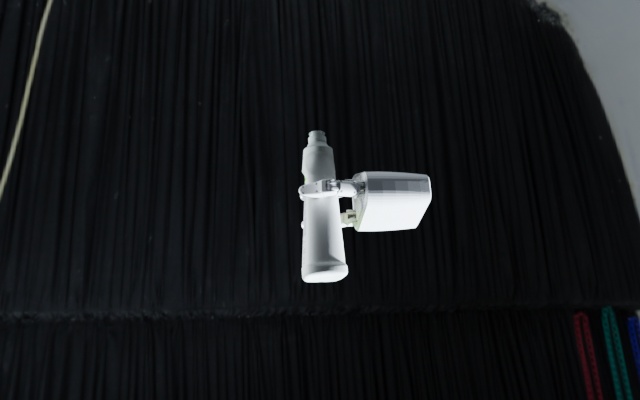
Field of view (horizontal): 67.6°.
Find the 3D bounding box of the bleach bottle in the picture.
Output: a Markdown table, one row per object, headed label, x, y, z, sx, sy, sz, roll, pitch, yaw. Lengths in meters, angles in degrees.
| label | x | y | z | sx | sy | sz | roll | pitch | yaw |
| --- | --- | --- | --- | --- | --- | --- | --- | --- | --- |
| bleach bottle | 0.000 | 0.003 | 0.782 | 0.068 | 0.250 | 0.102 | 0 | -16 | -8 |
